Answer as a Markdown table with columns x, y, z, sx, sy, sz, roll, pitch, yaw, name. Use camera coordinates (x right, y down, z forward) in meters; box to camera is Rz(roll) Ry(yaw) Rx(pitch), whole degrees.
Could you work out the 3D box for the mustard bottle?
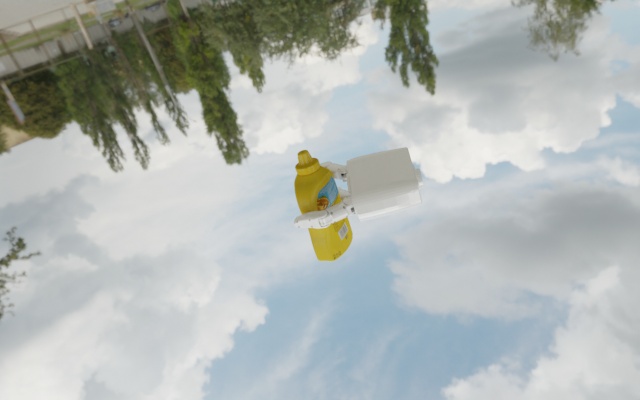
| x | y | z | sx | sy | sz | roll | pitch | yaw | name |
| --- | --- | --- | --- | --- | --- | --- | --- | --- | --- |
| 0.000 | 0.003 | 0.813 | 0.058 | 0.192 | 0.096 | -2 | 31 | 31 | mustard bottle |
